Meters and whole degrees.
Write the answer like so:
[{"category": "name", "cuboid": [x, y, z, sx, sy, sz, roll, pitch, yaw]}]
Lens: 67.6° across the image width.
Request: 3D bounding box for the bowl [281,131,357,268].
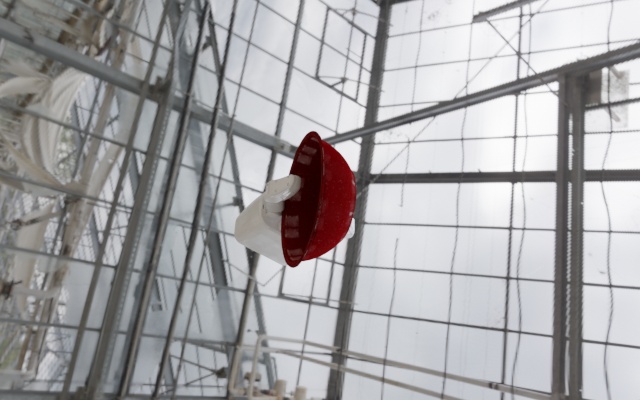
[{"category": "bowl", "cuboid": [0.001, 0.002, 0.565, 0.055, 0.162, 0.162, 9, -3, -17]}]
